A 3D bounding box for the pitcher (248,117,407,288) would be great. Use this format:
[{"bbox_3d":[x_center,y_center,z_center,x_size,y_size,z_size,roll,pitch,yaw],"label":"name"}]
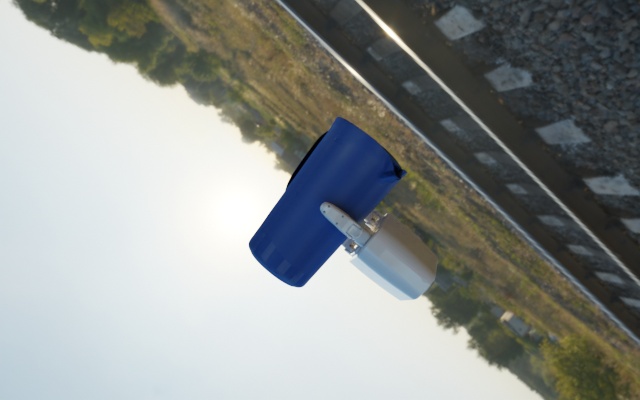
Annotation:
[{"bbox_3d":[0.000,0.002,0.722,0.145,0.243,0.149,39,2,3],"label":"pitcher"}]
